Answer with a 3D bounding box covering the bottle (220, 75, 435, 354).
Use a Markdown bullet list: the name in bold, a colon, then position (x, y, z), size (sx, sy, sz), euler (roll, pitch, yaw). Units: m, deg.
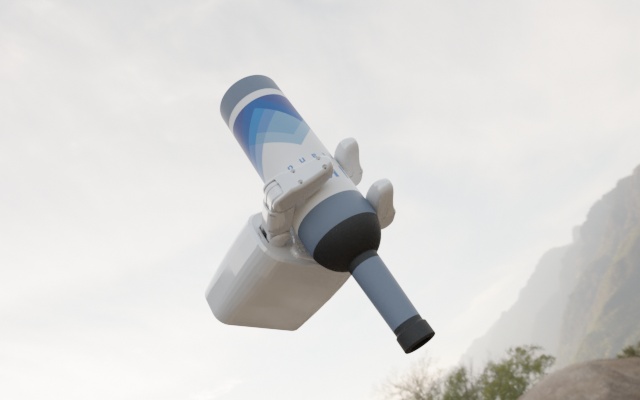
- **bottle**: position (0.000, 0.001, 0.424), size (0.069, 0.295, 0.069), euler (-26, -31, -17)
